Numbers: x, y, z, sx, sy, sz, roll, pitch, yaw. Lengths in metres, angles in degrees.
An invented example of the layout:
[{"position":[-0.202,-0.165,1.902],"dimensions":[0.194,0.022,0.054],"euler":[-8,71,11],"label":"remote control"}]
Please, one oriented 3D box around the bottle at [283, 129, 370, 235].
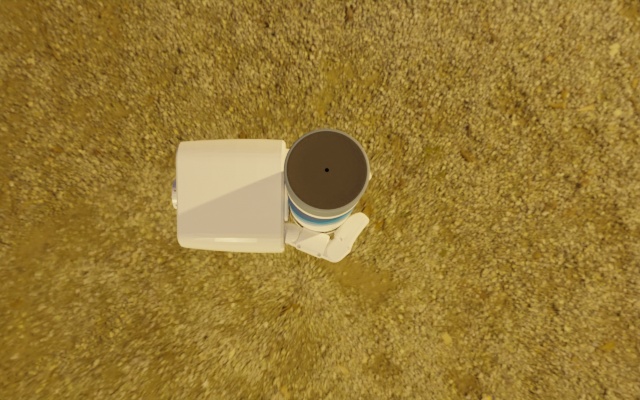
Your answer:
[{"position":[0.000,0.002,0.508],"dimensions":[0.069,0.069,0.296],"euler":[0,-10,-2],"label":"bottle"}]
